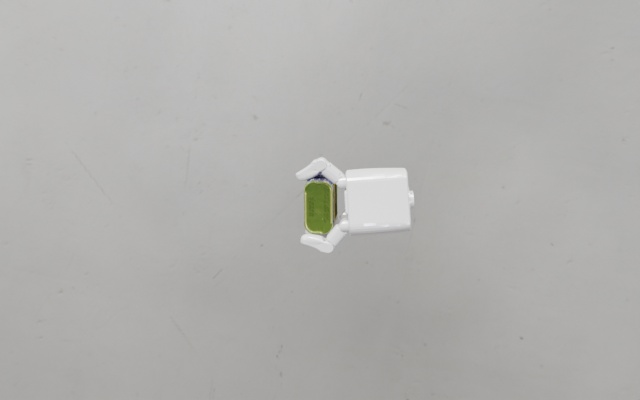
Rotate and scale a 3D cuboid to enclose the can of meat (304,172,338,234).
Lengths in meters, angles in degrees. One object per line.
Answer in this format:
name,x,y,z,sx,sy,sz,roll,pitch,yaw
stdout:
can of meat,0.000,0.003,0.865,0.057,0.102,0.084,0,15,5
